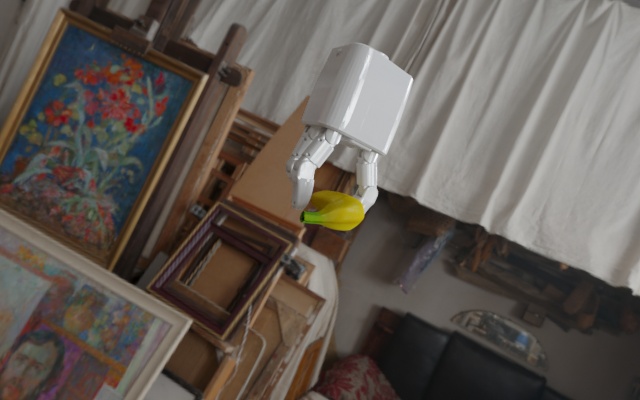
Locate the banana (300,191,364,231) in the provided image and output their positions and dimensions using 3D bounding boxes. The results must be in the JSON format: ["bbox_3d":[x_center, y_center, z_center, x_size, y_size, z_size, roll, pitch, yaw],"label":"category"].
[{"bbox_3d":[0.018,0.008,0.577,0.069,0.037,0.198,18,4,0],"label":"banana"}]
